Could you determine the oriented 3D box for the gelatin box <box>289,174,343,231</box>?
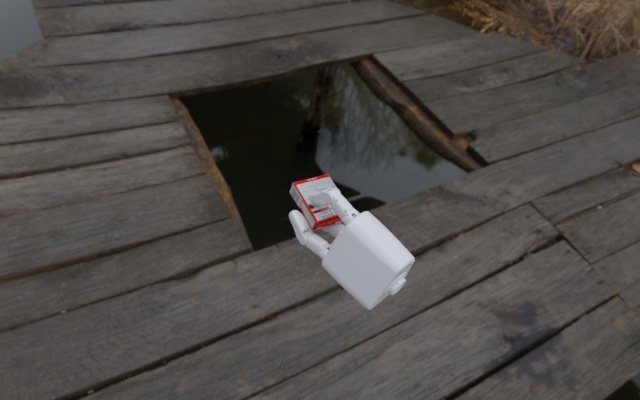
[{"bbox_3d":[0.000,0.002,0.807,0.073,0.089,0.030,-16,-29,-30],"label":"gelatin box"}]
